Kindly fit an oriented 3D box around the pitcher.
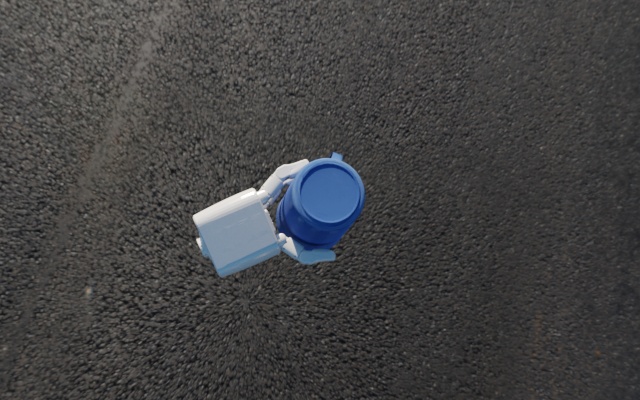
[{"bbox_3d":[0.000,0.003,0.794,0.145,0.149,0.243,-23,-7,-12],"label":"pitcher"}]
